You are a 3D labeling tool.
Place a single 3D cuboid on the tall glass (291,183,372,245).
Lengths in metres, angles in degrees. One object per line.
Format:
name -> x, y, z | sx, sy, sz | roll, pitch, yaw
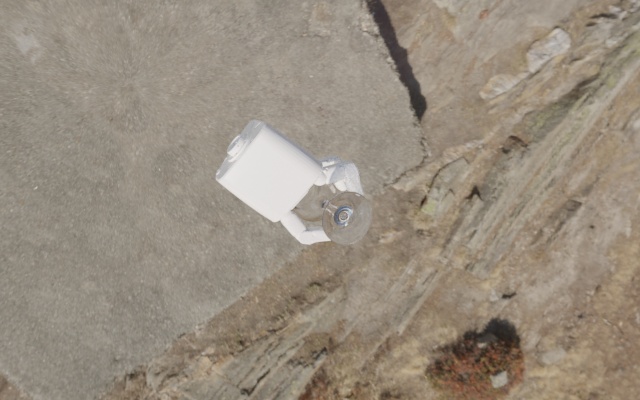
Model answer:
tall glass -> 0.000, 0.003, 0.732 | 0.079, 0.079, 0.201 | 0, 12, -22
